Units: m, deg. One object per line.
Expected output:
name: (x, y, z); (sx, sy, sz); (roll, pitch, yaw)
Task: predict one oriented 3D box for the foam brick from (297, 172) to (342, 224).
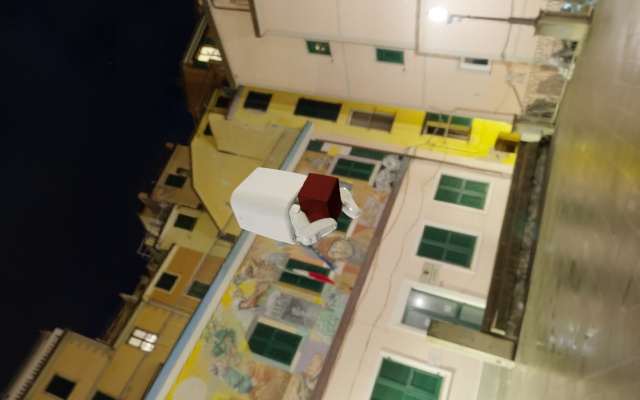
foam brick: (0.000, 0.002, 0.761); (0.051, 0.053, 0.078); (14, -36, 19)
